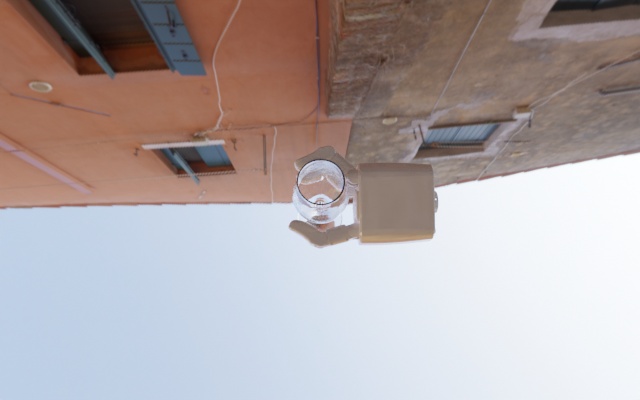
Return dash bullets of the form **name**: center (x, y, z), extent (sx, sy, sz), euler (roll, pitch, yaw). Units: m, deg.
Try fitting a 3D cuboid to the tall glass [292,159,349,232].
- **tall glass**: center (0.000, 0.003, 0.698), extent (0.079, 0.079, 0.201), euler (0, -15, 0)
